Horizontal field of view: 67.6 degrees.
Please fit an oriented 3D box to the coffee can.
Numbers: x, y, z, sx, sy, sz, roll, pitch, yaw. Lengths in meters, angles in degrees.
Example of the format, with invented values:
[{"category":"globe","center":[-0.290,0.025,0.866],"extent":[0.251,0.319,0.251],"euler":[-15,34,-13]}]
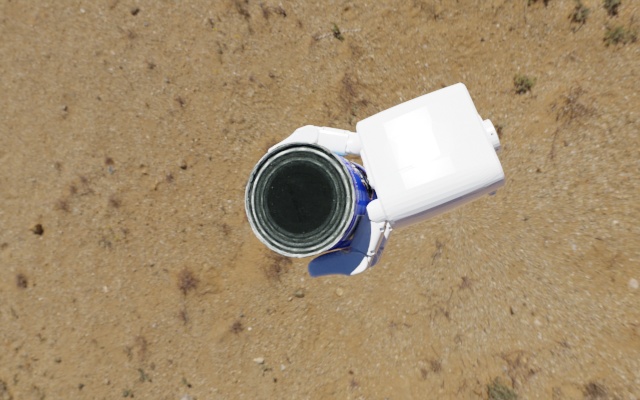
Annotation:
[{"category":"coffee can","center":[0.000,0.002,0.482],"extent":[0.103,0.103,0.140],"euler":[0,-2,16]}]
